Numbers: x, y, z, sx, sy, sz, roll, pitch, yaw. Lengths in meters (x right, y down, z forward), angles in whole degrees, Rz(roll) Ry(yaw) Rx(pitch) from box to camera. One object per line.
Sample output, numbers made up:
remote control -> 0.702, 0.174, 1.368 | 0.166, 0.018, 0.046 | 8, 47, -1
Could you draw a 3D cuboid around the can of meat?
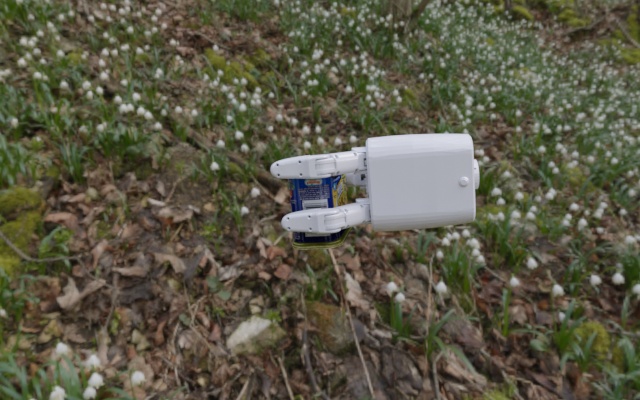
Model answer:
can of meat -> 0.000, 0.001, 0.541 | 0.057, 0.084, 0.102 | -3, 10, 12
